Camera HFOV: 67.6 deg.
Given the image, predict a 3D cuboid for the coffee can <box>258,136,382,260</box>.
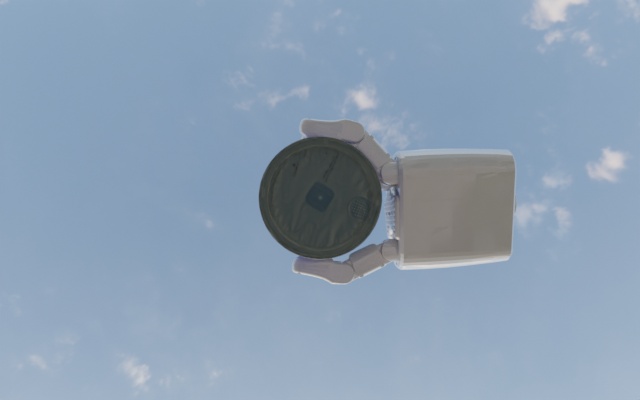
[{"bbox_3d":[0.000,0.002,0.463,0.103,0.103,0.140,0,-3,0],"label":"coffee can"}]
